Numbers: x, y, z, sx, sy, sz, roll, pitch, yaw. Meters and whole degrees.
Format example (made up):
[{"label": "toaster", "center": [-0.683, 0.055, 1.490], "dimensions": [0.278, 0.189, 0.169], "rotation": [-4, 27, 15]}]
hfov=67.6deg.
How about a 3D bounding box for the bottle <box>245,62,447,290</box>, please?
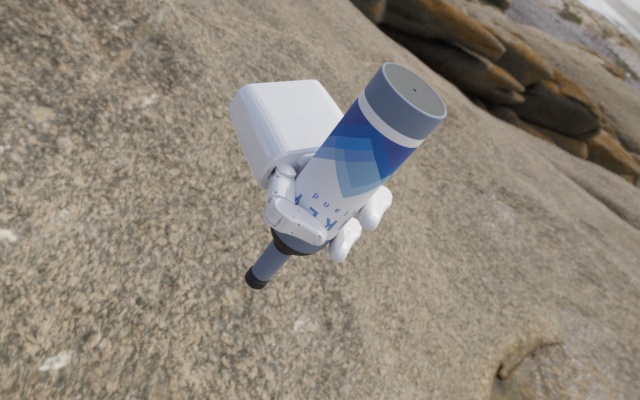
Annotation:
[{"label": "bottle", "center": [0.000, 0.001, 0.472], "dimensions": [0.069, 0.069, 0.296], "rotation": [0, -38, -41]}]
